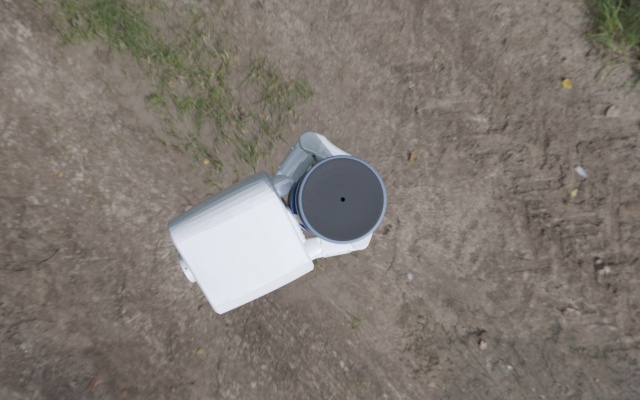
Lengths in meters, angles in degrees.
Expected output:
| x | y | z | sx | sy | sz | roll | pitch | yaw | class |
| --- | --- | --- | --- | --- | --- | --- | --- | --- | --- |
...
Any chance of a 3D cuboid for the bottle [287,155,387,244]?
| x | y | z | sx | sy | sz | roll | pitch | yaw | class |
| --- | --- | --- | --- | --- | --- | --- | --- | --- | --- |
| 0.000 | 0.002 | 0.498 | 0.069 | 0.069 | 0.296 | 0 | -1 | -6 | bottle |
